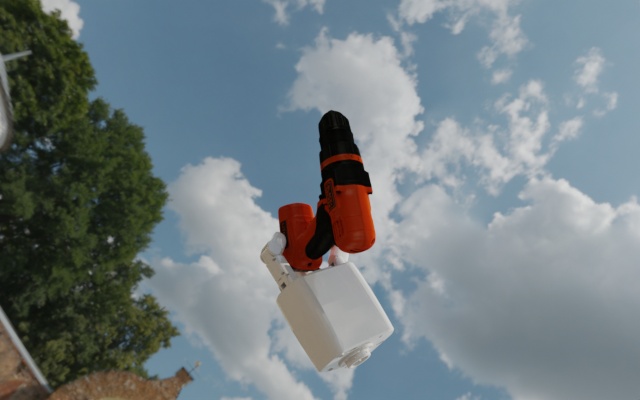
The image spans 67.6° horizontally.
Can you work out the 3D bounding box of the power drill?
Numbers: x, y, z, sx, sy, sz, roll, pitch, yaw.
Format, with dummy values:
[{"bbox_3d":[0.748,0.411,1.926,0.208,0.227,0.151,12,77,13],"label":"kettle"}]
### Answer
[{"bbox_3d":[0.000,0.002,0.622,0.057,0.184,0.188,3,-27,-23],"label":"power drill"}]
